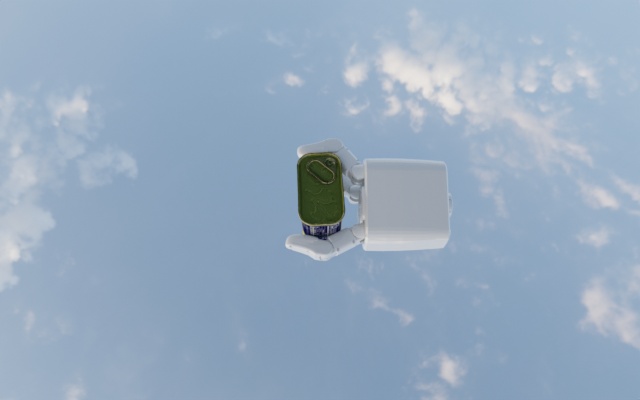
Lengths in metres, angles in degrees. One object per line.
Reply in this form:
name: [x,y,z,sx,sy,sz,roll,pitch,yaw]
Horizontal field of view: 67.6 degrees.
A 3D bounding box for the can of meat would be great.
can of meat: [0.000,0.002,0.625,0.057,0.102,0.084,-3,-27,-1]
